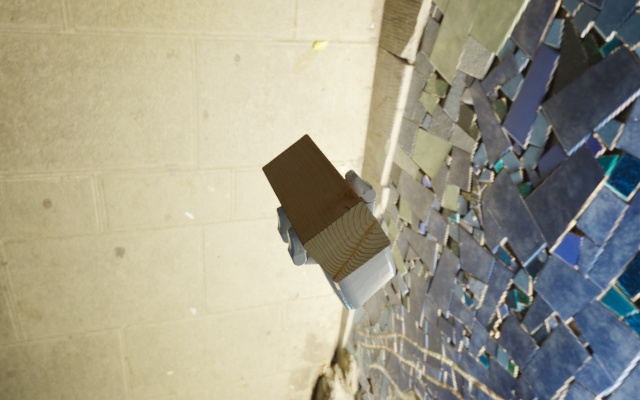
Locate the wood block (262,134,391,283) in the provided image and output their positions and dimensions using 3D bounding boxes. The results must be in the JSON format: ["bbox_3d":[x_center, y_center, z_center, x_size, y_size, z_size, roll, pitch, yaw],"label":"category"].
[{"bbox_3d":[0.001,0.002,0.664,0.091,0.090,0.206,-37,37,2],"label":"wood block"}]
